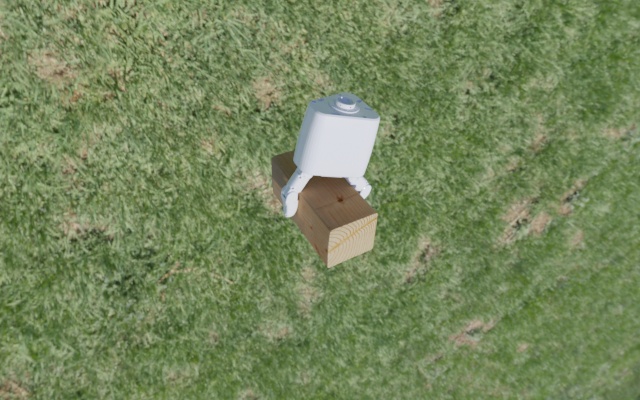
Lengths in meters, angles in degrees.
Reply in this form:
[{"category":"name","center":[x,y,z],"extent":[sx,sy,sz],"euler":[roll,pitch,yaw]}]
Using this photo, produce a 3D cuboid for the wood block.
[{"category":"wood block","center":[0.000,0.003,0.826],"extent":[0.091,0.090,0.206],"euler":[-20,47,-22]}]
